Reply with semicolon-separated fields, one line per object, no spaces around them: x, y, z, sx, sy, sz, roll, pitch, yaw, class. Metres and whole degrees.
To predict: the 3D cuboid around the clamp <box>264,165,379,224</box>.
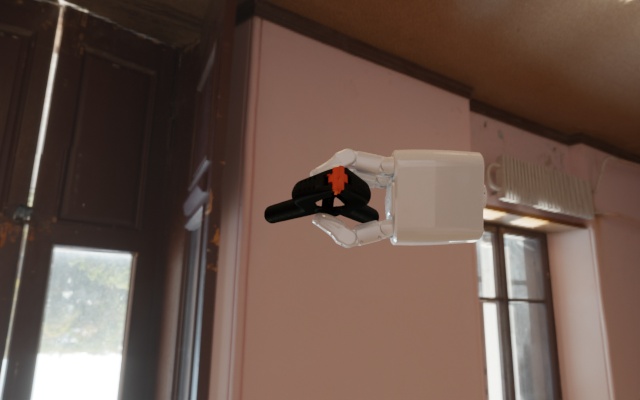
0.000;0.003;0.605;0.164;0.036;0.210;-1;-14;1;clamp
